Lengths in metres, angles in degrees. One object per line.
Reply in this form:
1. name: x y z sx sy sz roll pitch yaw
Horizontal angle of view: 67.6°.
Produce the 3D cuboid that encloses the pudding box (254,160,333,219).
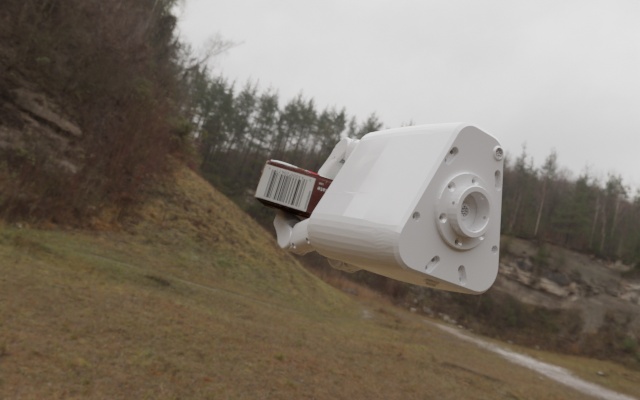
1. pudding box: 0.000 0.001 0.448 0.113 0.039 0.090 19 -6 1
